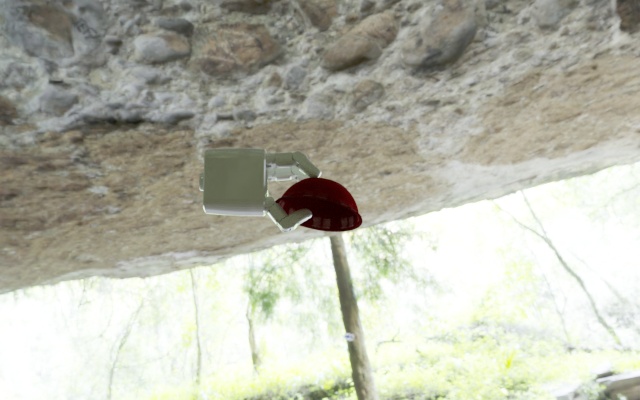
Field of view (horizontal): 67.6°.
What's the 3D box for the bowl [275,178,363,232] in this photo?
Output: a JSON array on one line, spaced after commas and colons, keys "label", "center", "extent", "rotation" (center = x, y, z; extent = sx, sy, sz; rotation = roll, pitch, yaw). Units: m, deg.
[{"label": "bowl", "center": [0.001, 0.003, 0.862], "extent": [0.162, 0.055, 0.162], "rotation": [10, -23, 4]}]
